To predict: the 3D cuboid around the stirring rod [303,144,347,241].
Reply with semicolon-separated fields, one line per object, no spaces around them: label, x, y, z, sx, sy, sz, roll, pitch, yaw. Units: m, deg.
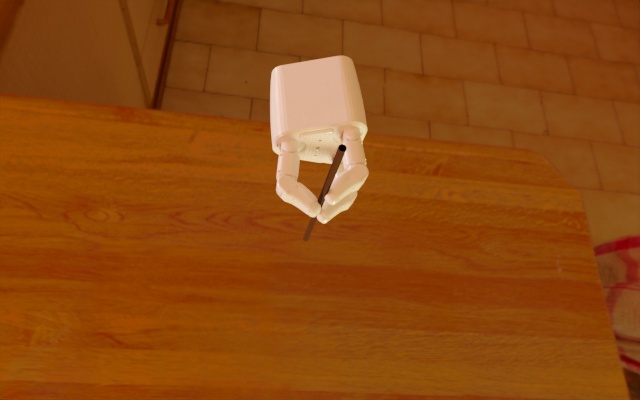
stirring rod;0.000;0.002;0.547;0.011;0.011;0.240;0;-25;-11
